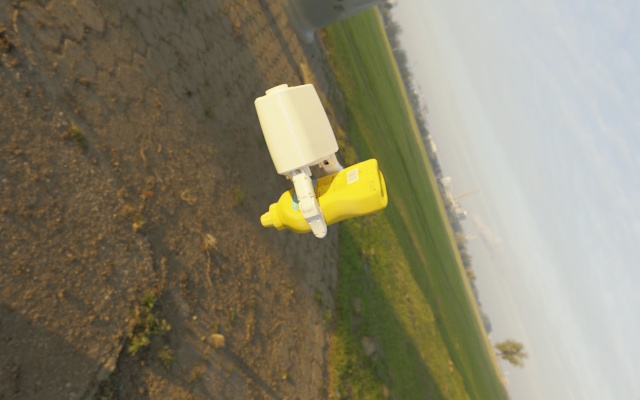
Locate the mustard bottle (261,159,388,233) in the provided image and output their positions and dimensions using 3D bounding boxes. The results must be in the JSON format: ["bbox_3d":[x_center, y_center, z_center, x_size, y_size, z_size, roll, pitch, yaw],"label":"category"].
[{"bbox_3d":[0.000,0.003,0.708,0.191,0.058,0.096,-18,33,14],"label":"mustard bottle"}]
